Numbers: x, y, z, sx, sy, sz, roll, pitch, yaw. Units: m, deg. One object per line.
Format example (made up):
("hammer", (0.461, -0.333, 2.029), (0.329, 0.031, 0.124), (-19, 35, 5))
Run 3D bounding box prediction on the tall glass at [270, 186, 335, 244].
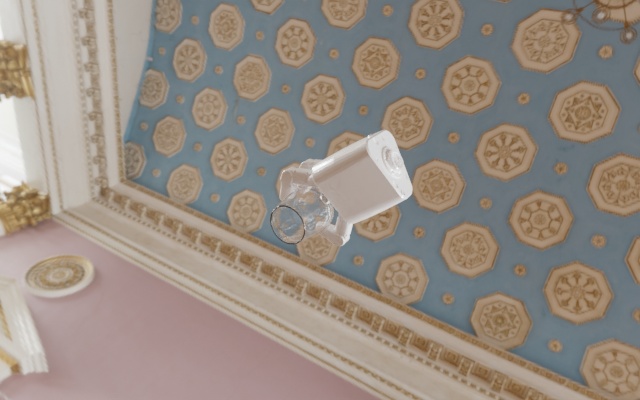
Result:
("tall glass", (0.000, 0.002, 0.777), (0.079, 0.079, 0.201), (0, 20, 32))
